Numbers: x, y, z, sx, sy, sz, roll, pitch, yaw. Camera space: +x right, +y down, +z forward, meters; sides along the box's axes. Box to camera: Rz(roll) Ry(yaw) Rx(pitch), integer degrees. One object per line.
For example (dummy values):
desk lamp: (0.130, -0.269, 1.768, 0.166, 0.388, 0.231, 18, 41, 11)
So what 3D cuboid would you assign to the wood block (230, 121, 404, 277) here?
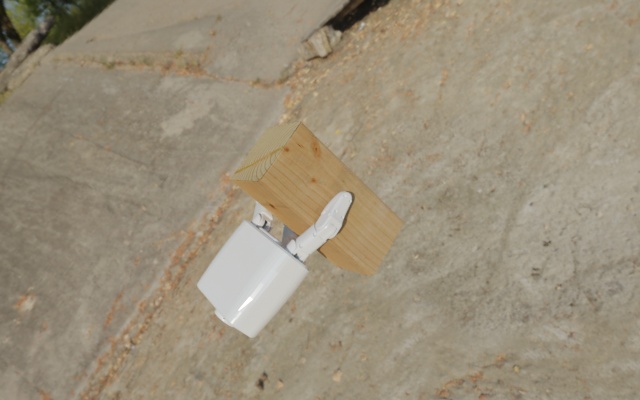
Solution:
wood block: (0.000, 0.002, 0.623, 0.206, 0.090, 0.091, 42, -19, -27)
